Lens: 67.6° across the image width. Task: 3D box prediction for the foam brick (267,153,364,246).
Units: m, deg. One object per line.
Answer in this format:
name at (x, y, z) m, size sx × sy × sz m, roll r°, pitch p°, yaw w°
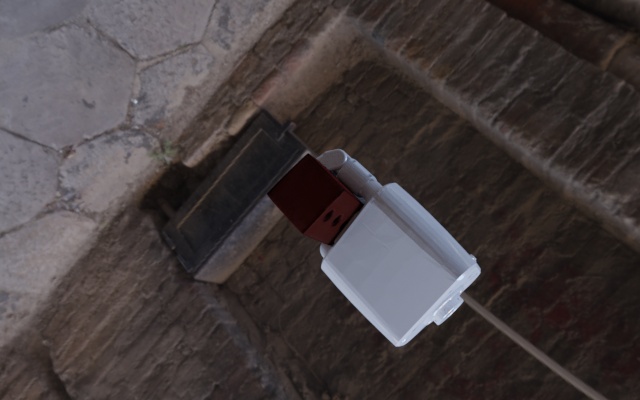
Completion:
foam brick at (0.000, 0.001, 0.435) m, size 0.051 × 0.053 × 0.078 m, roll 47°, pitch 7°, yaw 24°
